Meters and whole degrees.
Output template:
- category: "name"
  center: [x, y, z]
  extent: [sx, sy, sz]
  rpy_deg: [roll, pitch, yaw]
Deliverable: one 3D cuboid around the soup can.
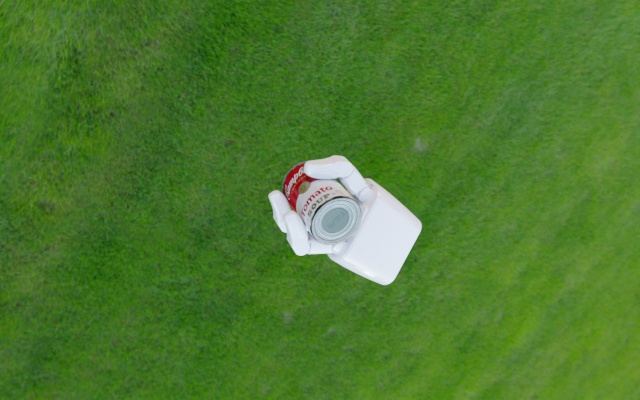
- category: "soup can"
  center: [0.000, 0.002, 0.597]
  extent: [0.068, 0.068, 0.102]
  rpy_deg: [0, 28, -26]
